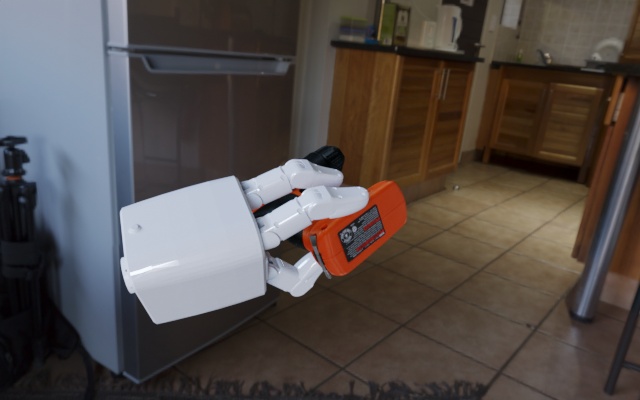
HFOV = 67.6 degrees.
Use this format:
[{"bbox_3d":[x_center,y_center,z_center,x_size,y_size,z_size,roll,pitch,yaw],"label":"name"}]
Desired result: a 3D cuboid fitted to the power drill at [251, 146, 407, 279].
[{"bbox_3d":[0.000,0.002,0.518,0.184,0.057,0.187,-38,30,-25],"label":"power drill"}]
